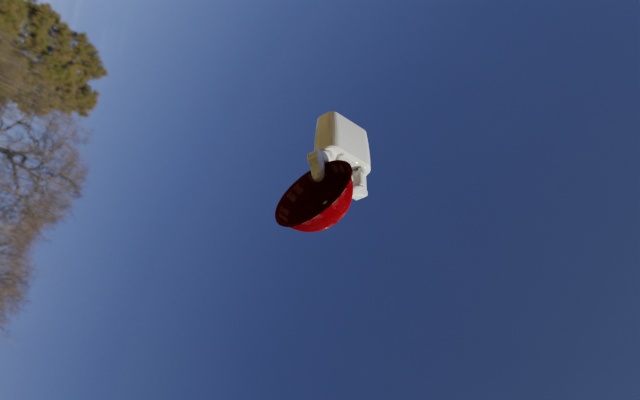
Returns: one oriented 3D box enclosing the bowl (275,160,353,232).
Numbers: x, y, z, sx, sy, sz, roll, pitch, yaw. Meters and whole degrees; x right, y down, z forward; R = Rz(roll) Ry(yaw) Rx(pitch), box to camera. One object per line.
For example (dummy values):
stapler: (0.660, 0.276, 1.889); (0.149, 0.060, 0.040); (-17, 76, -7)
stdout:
bowl: (0.000, 0.004, 0.837); (0.162, 0.162, 0.055); (0, -44, 50)
